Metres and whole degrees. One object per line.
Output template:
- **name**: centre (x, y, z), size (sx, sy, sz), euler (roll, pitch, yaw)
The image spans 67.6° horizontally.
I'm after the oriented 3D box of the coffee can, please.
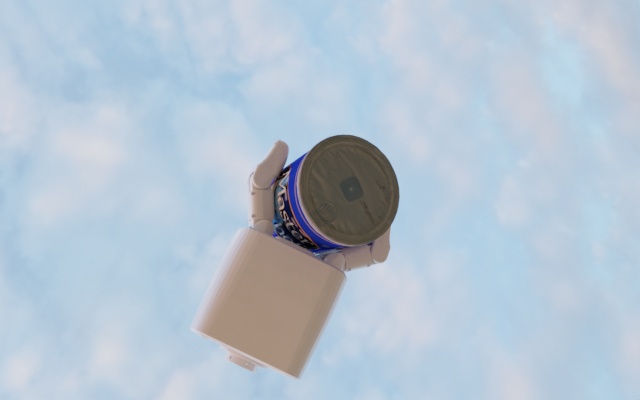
- **coffee can**: centre (0.000, 0.001, 0.492), size (0.103, 0.103, 0.140), euler (0, -10, -24)
